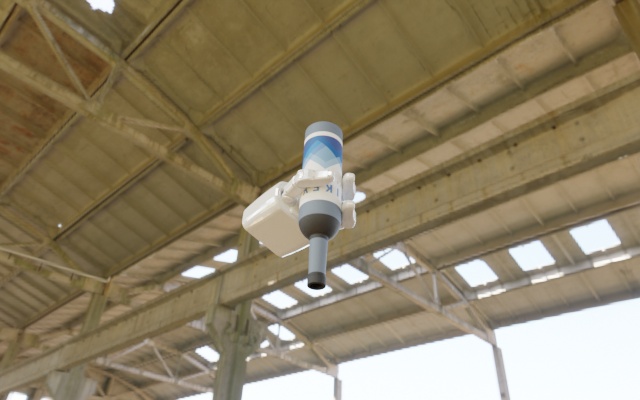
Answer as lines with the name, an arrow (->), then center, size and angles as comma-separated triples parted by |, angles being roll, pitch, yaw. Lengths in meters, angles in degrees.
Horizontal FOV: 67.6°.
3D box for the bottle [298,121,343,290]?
bottle -> 0.000, 0.002, 0.763 | 0.069, 0.295, 0.069 | 2, -35, 1
